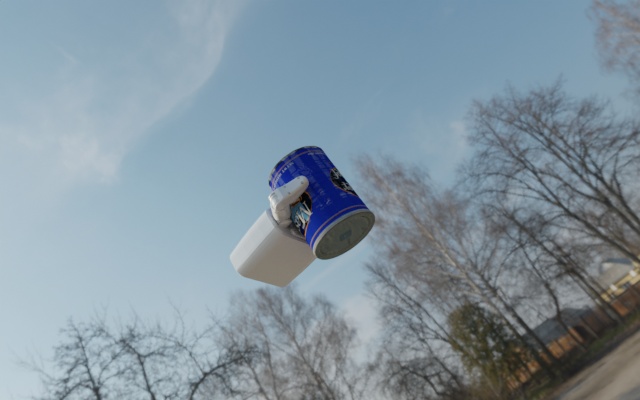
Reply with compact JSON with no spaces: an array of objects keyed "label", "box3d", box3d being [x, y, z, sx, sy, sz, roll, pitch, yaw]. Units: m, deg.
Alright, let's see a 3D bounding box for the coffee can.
[{"label":"coffee can","box3d":[0.000,0.002,0.712,0.103,0.140,0.103,-27,-30,-17]}]
